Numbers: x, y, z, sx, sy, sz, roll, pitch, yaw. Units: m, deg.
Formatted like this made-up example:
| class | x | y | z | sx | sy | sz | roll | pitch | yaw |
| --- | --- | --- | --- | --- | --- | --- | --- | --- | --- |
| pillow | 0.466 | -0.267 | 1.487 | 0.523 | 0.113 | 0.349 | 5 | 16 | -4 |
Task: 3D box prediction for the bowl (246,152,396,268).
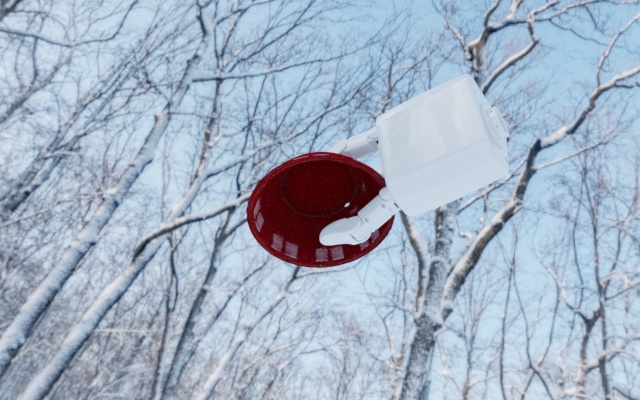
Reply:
| class | x | y | z | sx | sy | sz | roll | pitch | yaw |
| --- | --- | --- | --- | --- | --- | --- | --- | --- | --- |
| bowl | -0.001 | 0.002 | 0.536 | 0.162 | 0.162 | 0.055 | 0 | 39 | -4 |
